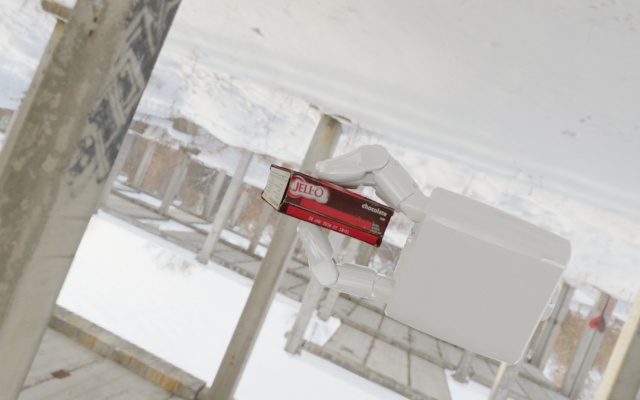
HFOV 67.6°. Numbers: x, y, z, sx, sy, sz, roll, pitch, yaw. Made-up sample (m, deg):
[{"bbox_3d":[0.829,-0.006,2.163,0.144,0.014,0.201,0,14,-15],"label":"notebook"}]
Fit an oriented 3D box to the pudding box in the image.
[{"bbox_3d":[0.000,0.002,0.415,0.090,0.039,0.113,21,-1,-16],"label":"pudding box"}]
